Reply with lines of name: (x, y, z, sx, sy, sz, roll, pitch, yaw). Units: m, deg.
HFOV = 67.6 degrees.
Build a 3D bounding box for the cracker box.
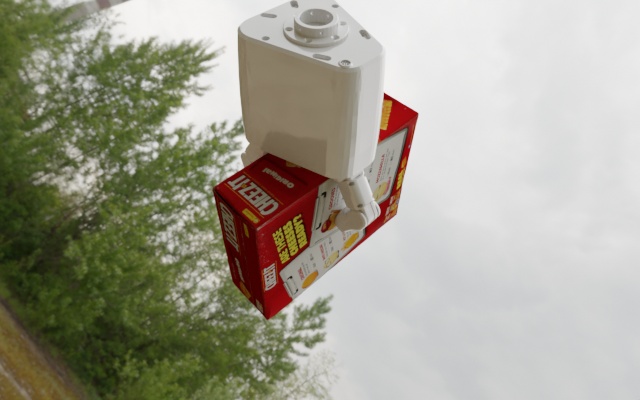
cracker box: (0.000, 0.002, 0.502, 0.213, 0.164, 0.072, -35, 59, -28)
